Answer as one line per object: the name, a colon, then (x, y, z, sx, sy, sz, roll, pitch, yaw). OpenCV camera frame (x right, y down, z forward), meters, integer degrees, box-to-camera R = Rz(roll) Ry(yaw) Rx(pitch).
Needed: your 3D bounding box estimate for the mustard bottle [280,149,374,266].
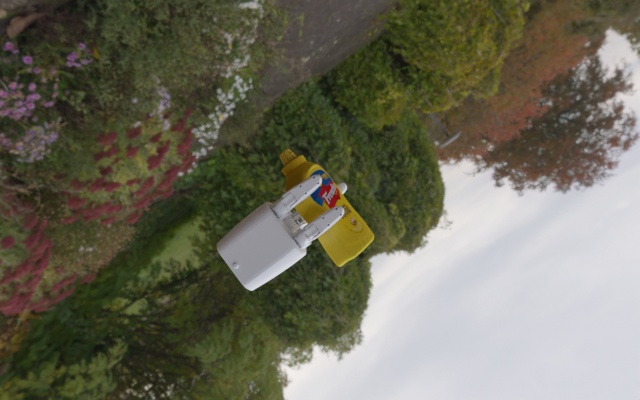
mustard bottle: (0.001, 0.002, 0.732, 0.058, 0.191, 0.096, -38, -2, 34)
